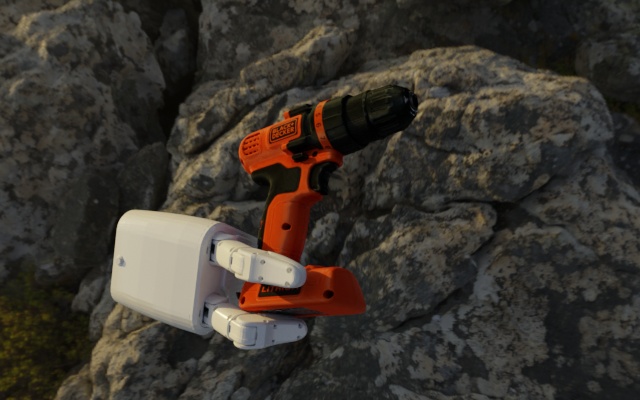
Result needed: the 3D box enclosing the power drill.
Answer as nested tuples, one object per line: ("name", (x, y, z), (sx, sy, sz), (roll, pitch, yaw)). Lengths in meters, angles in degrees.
("power drill", (0.000, 0.002, 0.409), (0.184, 0.187, 0.057), (-15, -29, 35))
